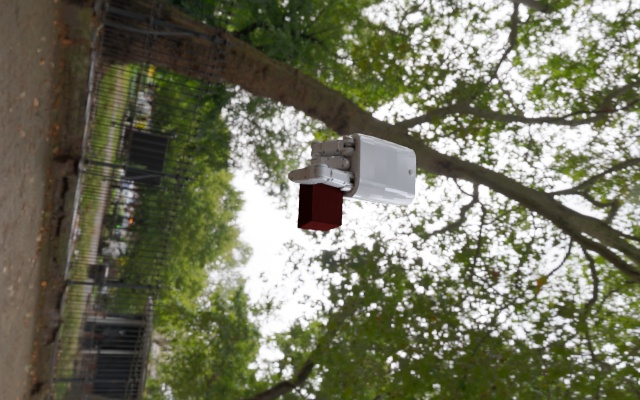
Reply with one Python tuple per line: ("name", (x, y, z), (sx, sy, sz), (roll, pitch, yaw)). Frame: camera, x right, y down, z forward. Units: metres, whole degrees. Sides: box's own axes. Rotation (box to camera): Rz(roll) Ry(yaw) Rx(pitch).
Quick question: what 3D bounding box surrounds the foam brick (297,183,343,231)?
("foam brick", (0.000, 0.003, 0.702), (0.051, 0.078, 0.053), (10, -17, -25))
